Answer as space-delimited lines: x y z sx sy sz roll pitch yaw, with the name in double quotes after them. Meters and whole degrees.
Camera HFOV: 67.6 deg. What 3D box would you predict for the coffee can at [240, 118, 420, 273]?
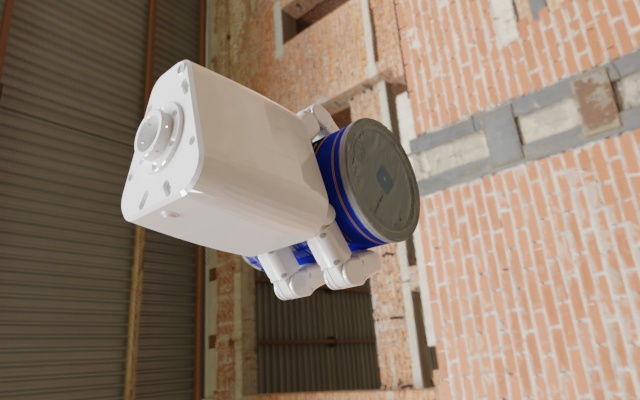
0.000 0.001 0.419 0.140 0.103 0.103 -20 -13 37 "coffee can"
